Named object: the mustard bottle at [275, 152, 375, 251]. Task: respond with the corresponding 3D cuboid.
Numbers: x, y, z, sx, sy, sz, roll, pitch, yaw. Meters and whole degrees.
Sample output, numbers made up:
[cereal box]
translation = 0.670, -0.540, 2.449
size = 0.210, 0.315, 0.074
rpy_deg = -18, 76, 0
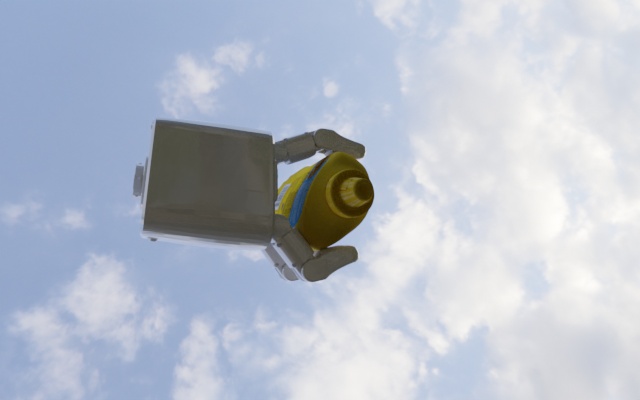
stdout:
[mustard bottle]
translation = 0.000, 0.002, 0.465
size = 0.058, 0.096, 0.191
rpy_deg = 32, -16, -14
